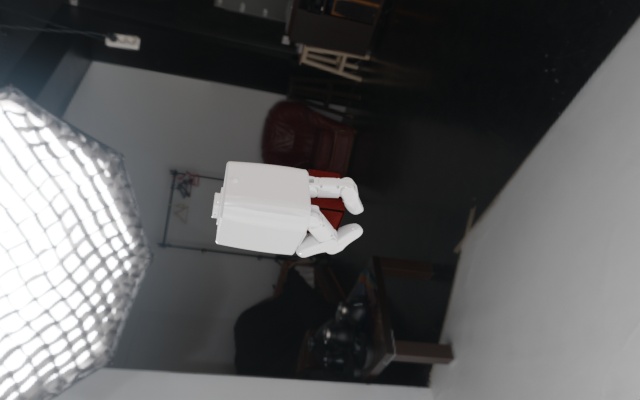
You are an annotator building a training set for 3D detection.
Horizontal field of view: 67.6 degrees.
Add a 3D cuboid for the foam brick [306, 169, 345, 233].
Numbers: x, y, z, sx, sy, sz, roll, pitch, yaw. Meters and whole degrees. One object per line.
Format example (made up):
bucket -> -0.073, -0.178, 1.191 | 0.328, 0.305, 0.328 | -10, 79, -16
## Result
foam brick -> 0.000, 0.002, 0.666 | 0.051, 0.053, 0.078 | 7, 43, -12
